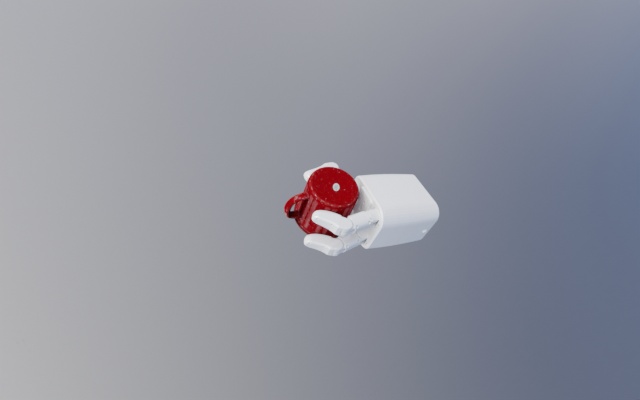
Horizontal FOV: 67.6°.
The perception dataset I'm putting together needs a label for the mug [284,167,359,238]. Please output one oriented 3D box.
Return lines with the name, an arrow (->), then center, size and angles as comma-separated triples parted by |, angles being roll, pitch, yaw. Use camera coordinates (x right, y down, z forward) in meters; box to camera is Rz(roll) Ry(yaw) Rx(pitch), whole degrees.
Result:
mug -> -0.001, 0.002, 0.744 | 0.117, 0.093, 0.082 | -6, -34, -22
